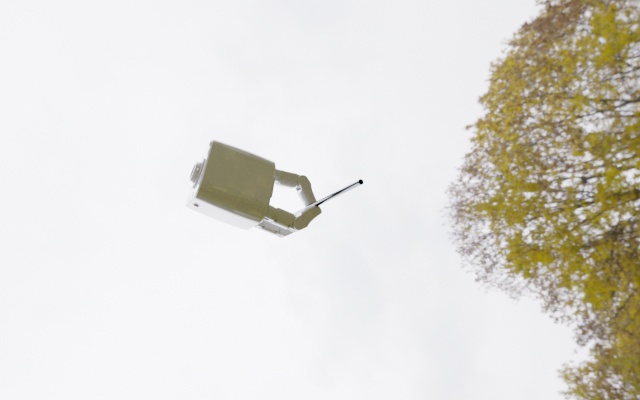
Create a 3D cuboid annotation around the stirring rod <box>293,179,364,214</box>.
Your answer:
[{"bbox_3d":[0.000,0.002,0.738,0.011,0.011,0.239,0,-13,-27],"label":"stirring rod"}]
